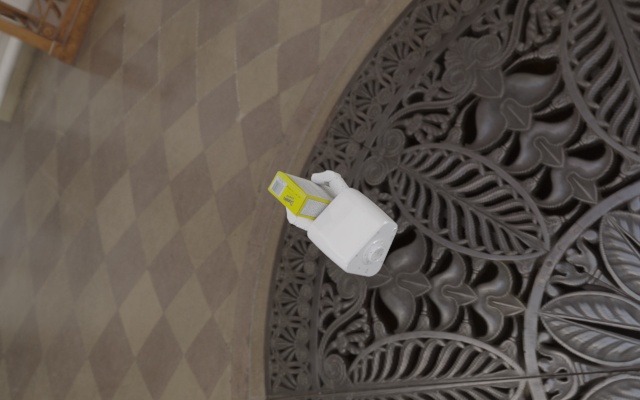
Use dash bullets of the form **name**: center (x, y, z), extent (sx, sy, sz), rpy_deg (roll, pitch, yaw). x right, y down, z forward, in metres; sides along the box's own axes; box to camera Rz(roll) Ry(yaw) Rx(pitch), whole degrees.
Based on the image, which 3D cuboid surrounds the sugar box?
- **sugar box**: center (0.000, 0.003, 0.863), extent (0.176, 0.048, 0.093), rpy_deg (19, 17, -47)
